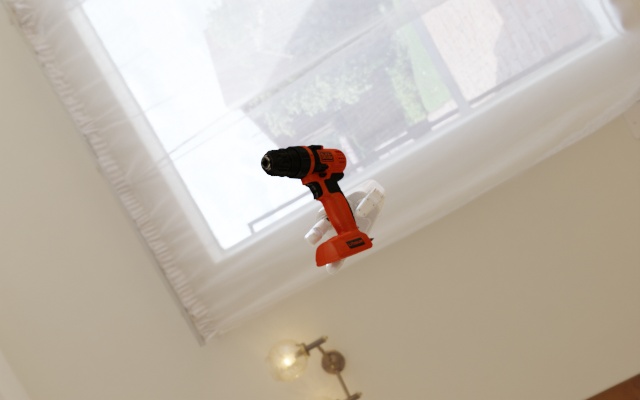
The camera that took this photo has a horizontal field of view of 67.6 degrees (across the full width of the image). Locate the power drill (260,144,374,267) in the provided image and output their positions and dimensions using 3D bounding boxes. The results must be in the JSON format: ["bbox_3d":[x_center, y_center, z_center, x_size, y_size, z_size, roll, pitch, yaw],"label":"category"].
[{"bbox_3d":[0.000,0.003,0.735,0.057,0.187,0.184,-26,-11,38],"label":"power drill"}]
